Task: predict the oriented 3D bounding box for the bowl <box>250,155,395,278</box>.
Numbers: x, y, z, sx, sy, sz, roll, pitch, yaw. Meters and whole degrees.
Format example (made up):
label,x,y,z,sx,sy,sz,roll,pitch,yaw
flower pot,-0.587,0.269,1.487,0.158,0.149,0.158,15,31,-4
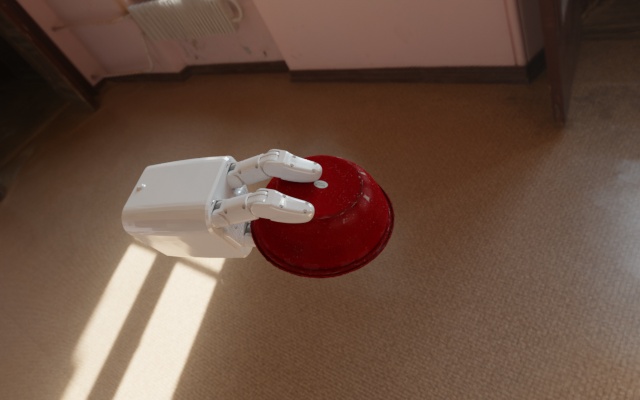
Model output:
label,x,y,z,sx,sy,sz,roll,pitch,yaw
bowl,0.001,0.001,0.516,0.162,0.162,0.055,0,-41,4
